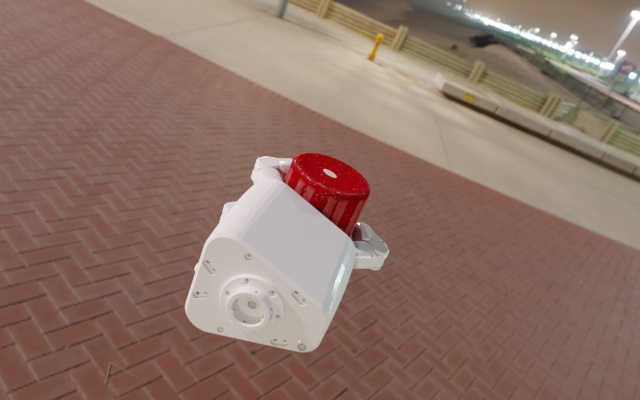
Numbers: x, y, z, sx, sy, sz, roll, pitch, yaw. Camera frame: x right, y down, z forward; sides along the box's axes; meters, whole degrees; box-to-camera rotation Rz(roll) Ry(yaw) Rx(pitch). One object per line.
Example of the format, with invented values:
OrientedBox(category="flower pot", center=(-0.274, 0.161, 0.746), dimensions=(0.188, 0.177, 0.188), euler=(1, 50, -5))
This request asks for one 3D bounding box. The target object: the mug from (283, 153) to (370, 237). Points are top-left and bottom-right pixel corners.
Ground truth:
OrientedBox(category="mug", center=(0.001, 0.001, 0.484), dimensions=(0.093, 0.081, 0.117), euler=(25, 26, 2))
